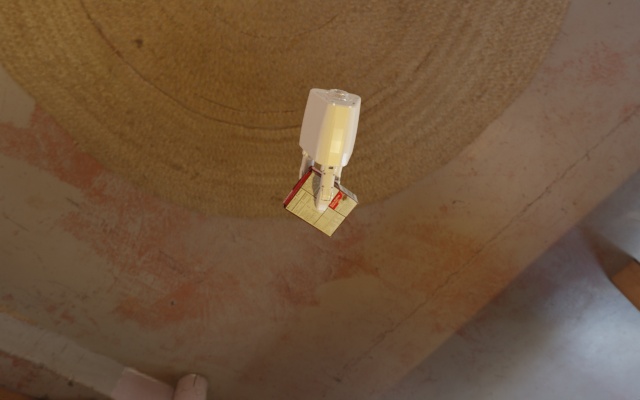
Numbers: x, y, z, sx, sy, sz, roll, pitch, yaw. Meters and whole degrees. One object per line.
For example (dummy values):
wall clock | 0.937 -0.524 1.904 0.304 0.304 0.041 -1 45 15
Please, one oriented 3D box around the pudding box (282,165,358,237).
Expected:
pudding box | 0.000 0.003 0.885 0.113 0.090 0.039 34 15 -18
